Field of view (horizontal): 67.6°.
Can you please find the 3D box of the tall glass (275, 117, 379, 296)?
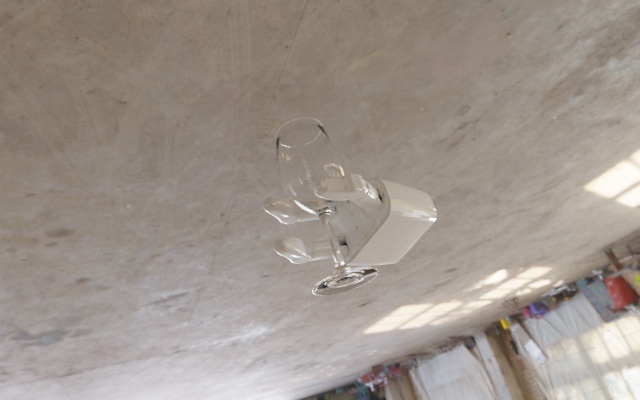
[{"bbox_3d":[0.000,0.002,0.551,0.079,0.201,0.079,-14,-25,-7],"label":"tall glass"}]
